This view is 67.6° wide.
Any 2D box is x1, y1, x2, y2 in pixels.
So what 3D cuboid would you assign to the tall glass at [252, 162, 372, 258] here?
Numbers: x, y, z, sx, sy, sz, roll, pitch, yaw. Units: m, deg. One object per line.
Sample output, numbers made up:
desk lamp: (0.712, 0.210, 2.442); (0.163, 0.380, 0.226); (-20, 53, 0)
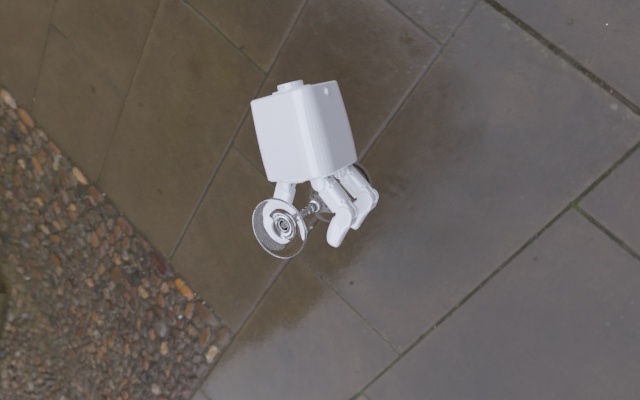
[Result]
tall glass: (0.000, 0.002, 0.629); (0.079, 0.079, 0.201); (0, 17, 31)
